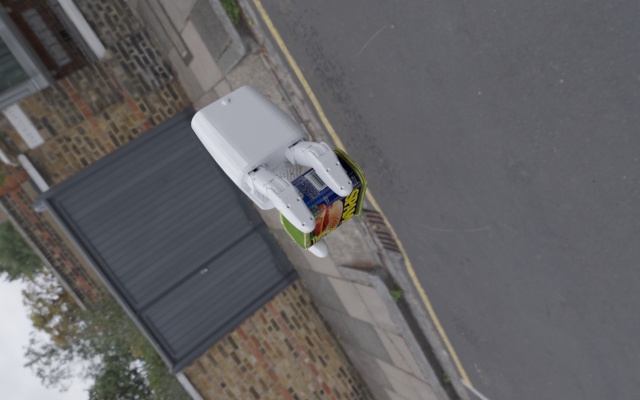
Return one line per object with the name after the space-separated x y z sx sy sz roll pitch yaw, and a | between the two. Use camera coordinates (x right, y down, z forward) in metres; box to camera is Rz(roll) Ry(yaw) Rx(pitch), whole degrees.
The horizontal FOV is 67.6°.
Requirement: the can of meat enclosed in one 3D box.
0.000 0.002 0.543 0.084 0.057 0.102 -35 -22 -19 | can of meat
